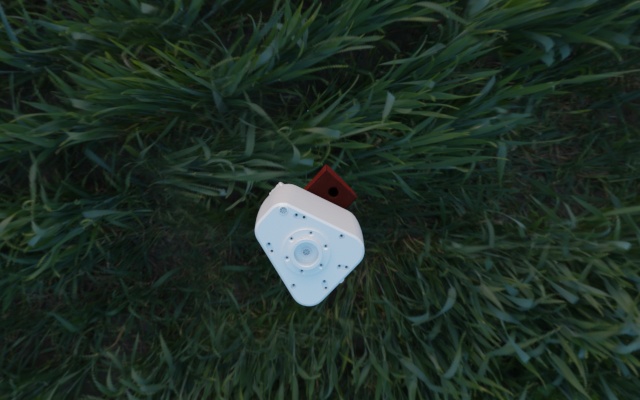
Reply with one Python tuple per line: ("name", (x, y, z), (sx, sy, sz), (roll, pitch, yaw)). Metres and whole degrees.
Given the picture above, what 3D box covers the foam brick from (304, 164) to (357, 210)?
("foam brick", (0.000, 0.002, 0.600), (0.053, 0.078, 0.051), (42, 7, -8))
